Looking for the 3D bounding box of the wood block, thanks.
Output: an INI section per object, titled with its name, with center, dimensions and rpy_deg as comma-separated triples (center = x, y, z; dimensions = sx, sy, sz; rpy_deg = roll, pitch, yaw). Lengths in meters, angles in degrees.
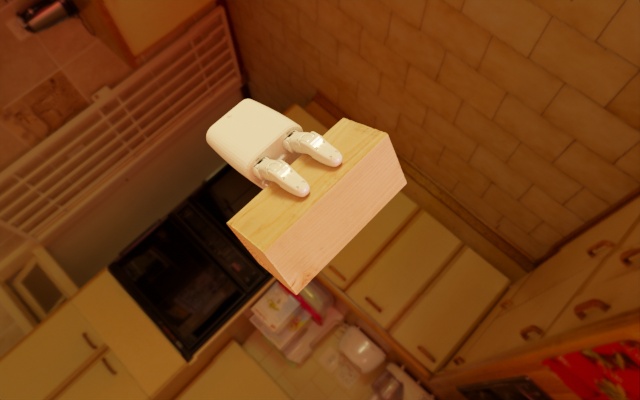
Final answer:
[wood block]
center = 0.000, 0.002, 0.602
dimensions = 0.090, 0.206, 0.091
rpy_deg = 30, -22, 45
